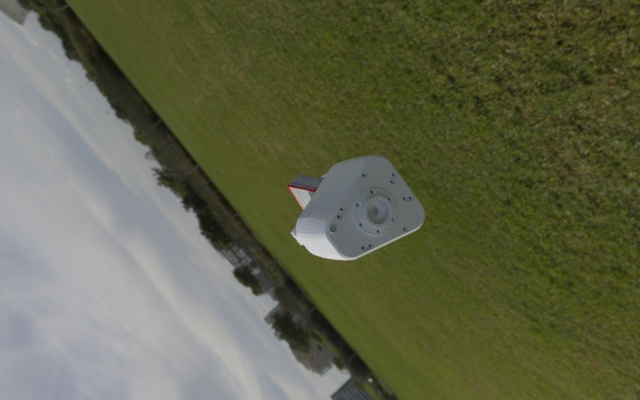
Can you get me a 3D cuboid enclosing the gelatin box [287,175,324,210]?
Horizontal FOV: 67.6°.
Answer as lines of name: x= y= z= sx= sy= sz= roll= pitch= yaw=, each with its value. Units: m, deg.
gelatin box: x=0.000 y=0.002 z=0.667 sx=0.030 sy=0.073 sz=0.089 roll=-42 pitch=23 yaw=-19
